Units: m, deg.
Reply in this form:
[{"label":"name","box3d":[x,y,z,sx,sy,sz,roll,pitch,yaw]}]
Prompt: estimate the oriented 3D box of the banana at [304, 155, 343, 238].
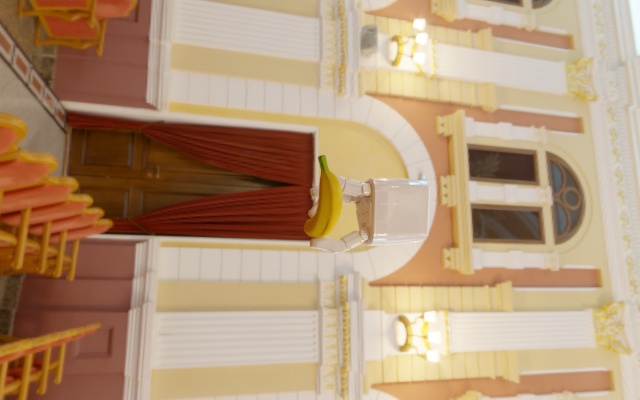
[{"label":"banana","box3d":[0.005,0.016,0.751,0.037,0.069,0.198,-5,-34,-15]}]
